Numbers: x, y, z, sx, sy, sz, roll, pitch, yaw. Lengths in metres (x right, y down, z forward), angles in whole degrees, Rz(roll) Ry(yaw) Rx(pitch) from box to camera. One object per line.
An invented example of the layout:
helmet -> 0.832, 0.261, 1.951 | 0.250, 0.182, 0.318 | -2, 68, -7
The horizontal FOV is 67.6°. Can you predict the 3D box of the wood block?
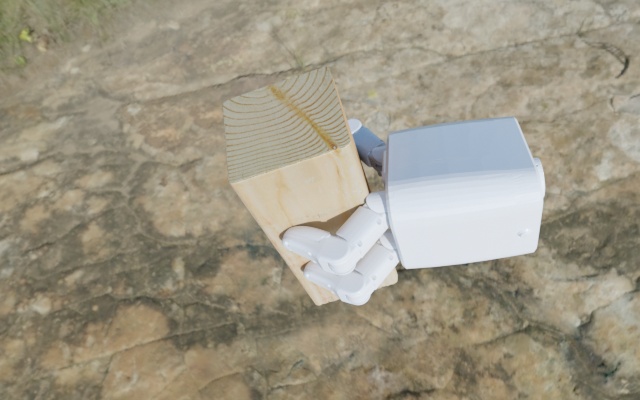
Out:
wood block -> 0.000, 0.001, 0.422 | 0.090, 0.090, 0.206 | -17, -39, 7
